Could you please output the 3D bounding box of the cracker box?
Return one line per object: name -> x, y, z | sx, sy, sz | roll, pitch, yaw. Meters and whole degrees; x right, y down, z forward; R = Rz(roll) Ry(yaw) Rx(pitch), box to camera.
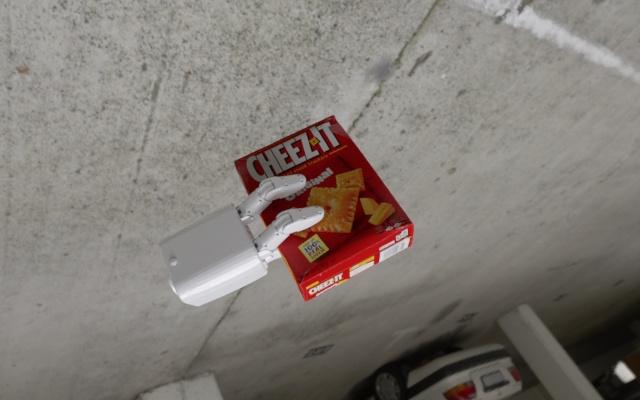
cracker box -> 0.000, 0.002, 0.648 | 0.164, 0.213, 0.072 | -26, -30, -10
